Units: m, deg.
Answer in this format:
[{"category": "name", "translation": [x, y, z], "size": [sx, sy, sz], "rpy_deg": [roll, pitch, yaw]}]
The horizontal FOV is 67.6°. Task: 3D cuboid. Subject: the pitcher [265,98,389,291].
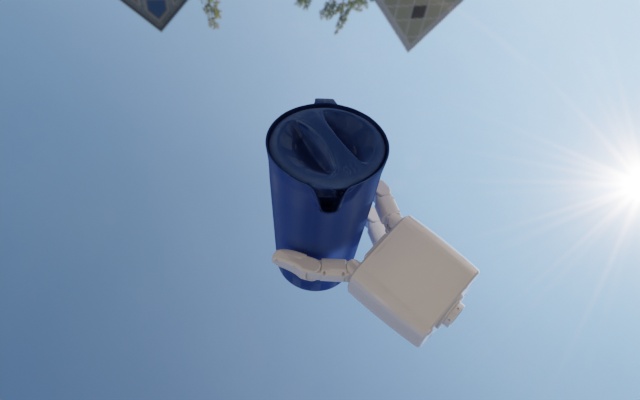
[{"category": "pitcher", "translation": [0.000, 0.002, 0.605], "size": [0.145, 0.243, 0.149], "rpy_deg": [37, 56, 23]}]
